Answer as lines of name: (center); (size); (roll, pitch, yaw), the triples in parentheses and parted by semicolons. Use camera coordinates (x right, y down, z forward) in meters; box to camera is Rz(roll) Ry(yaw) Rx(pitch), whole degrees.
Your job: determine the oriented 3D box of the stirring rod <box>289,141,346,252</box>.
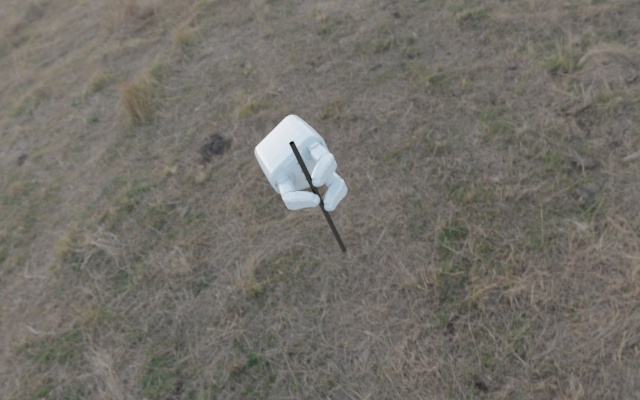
stirring rod: (0.000, 0.003, 0.746); (0.011, 0.011, 0.240); (0, -44, 28)
